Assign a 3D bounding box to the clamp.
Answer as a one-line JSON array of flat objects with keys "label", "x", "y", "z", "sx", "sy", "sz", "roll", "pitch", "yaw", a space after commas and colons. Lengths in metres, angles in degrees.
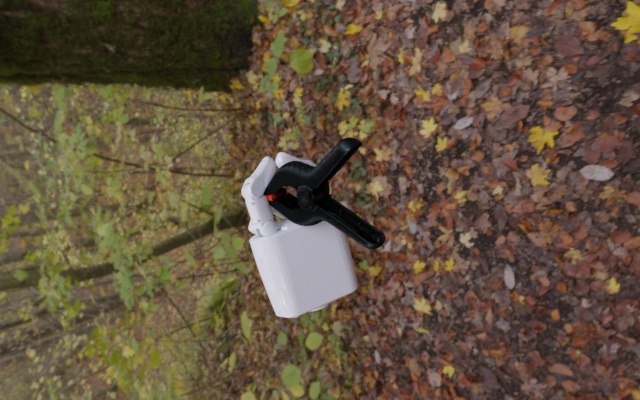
[{"label": "clamp", "x": 0.000, "y": 0.002, "z": 0.538, "sx": 0.039, "sy": 0.120, "sz": 0.171, "roll": -22, "pitch": 8, "yaw": -38}]
